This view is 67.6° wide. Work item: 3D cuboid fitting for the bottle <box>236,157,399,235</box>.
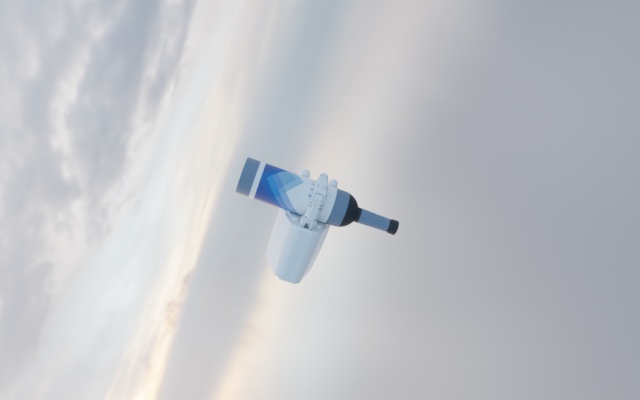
[{"bbox_3d":[0.000,0.003,0.853,0.296,0.069,0.069,19,-3,-7],"label":"bottle"}]
